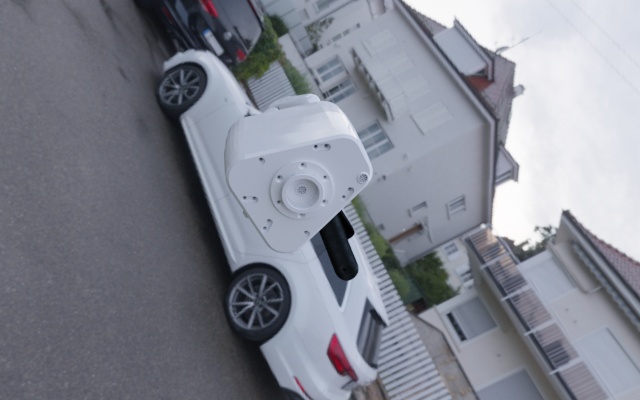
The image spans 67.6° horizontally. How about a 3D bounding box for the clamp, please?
[{"bbox_3d":[0.001,0.001,0.513,0.039,0.171,0.120,-28,24,5],"label":"clamp"}]
